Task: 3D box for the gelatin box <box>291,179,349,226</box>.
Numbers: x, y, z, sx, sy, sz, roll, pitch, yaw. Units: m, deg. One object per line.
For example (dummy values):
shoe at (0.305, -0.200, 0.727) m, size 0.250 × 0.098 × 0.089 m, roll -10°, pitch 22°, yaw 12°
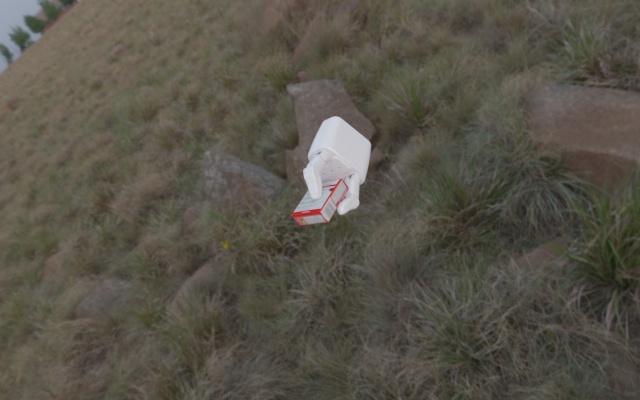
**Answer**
gelatin box at (0.000, 0.003, 0.851) m, size 0.073 × 0.030 × 0.089 m, roll -9°, pitch 37°, yaw 43°
